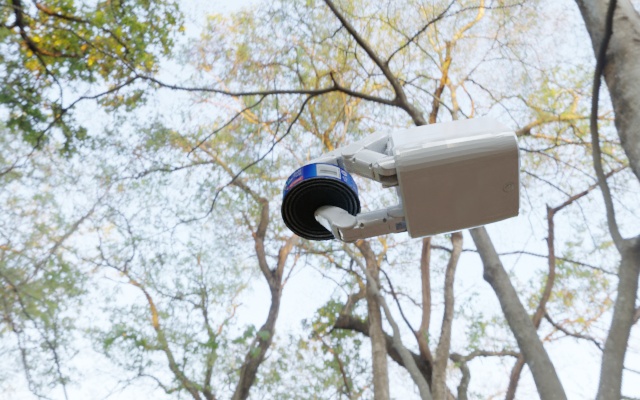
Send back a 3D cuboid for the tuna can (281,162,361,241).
[{"bbox_3d":[0.000,0.001,0.521,0.086,0.086,0.033,0,37,-2],"label":"tuna can"}]
